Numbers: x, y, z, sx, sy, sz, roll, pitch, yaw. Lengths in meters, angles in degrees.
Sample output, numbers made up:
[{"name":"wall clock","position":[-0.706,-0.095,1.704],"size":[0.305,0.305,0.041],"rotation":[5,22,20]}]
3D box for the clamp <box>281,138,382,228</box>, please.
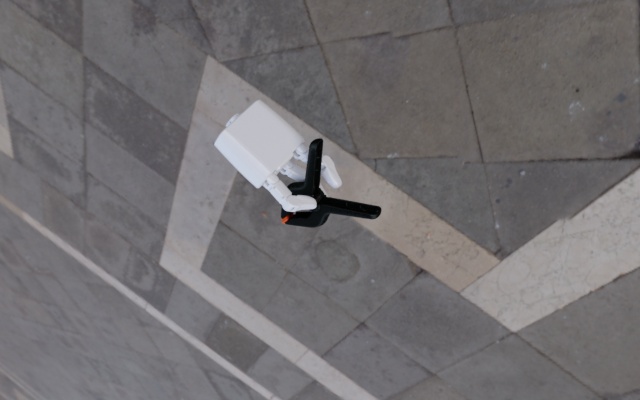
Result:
[{"name":"clamp","position":[-0.001,0.003,0.841],"size":[0.036,0.164,0.210],"rotation":[-47,4,-41]}]
